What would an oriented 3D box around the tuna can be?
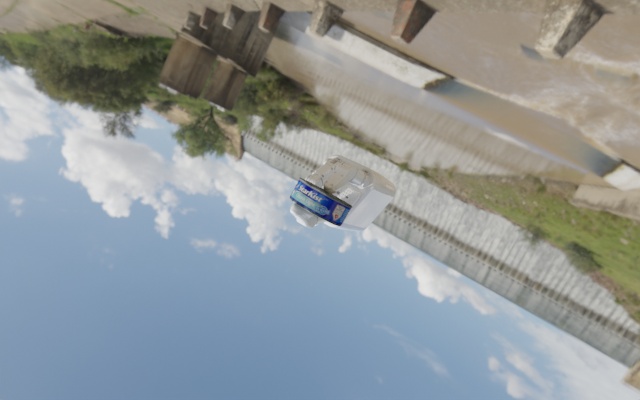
[{"bbox_3d":[0.000,0.003,0.676,0.086,0.034,0.086,29,3,-2],"label":"tuna can"}]
